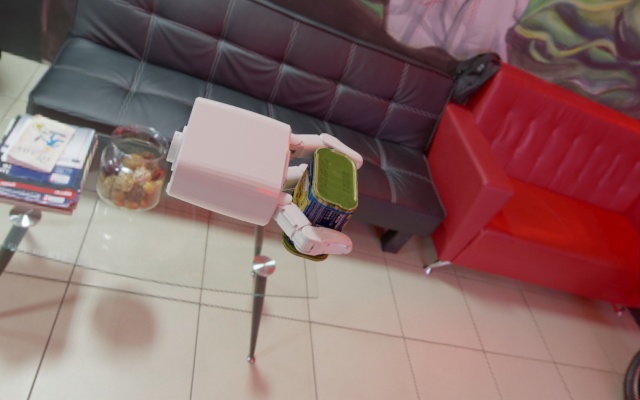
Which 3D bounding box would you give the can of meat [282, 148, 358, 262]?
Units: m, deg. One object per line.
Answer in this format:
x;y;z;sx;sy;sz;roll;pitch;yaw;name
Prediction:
0.000;0.002;0.534;0.057;0.084;0.102;19;39;-15;can of meat
